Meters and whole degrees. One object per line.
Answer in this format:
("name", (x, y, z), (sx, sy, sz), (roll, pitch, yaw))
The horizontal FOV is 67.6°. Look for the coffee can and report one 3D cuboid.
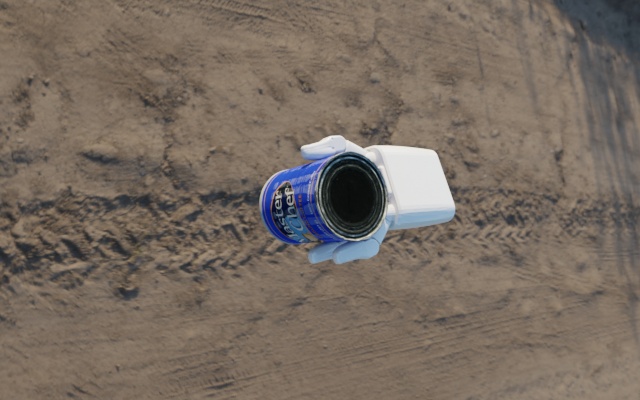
("coffee can", (0.000, 0.002, 0.595), (0.103, 0.103, 0.140), (0, -5, -33))
